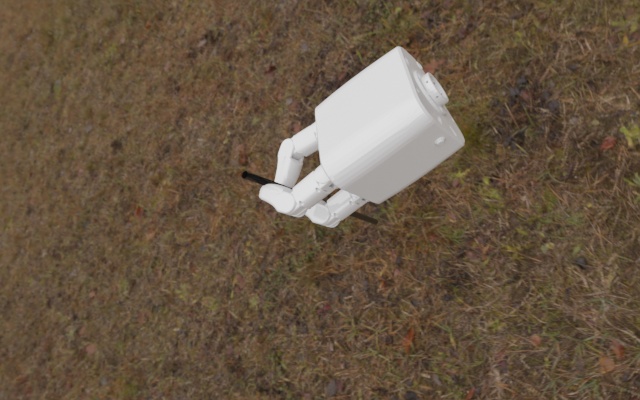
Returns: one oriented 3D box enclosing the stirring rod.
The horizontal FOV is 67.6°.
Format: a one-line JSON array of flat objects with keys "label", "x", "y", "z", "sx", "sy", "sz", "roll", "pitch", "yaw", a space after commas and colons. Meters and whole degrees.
[{"label": "stirring rod", "x": 0.000, "y": 0.002, "z": 0.563, "sx": 0.011, "sy": 0.011, "sz": 0.239, "roll": 0, "pitch": -13, "yaw": 40}]
